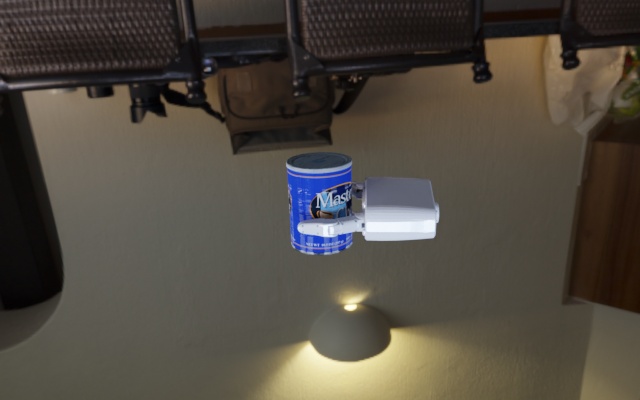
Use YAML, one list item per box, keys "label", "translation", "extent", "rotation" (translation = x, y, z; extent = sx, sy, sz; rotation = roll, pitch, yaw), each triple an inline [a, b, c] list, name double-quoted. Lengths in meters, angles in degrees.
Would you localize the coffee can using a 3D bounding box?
- label: "coffee can"
  translation: [0.000, 0.002, 0.766]
  extent: [0.103, 0.140, 0.102]
  rotation: [-2, 20, 1]
